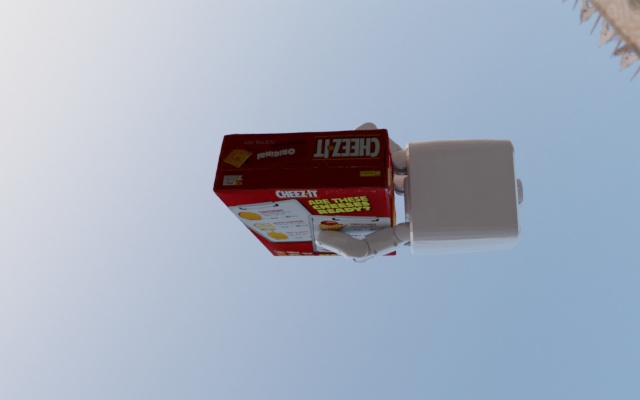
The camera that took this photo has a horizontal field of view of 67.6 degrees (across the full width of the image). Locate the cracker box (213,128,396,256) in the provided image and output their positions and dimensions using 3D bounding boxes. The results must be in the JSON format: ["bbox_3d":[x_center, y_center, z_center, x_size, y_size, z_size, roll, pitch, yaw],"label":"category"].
[{"bbox_3d":[0.000,0.002,0.534,0.164,0.072,0.214,-1,-23,11],"label":"cracker box"}]
